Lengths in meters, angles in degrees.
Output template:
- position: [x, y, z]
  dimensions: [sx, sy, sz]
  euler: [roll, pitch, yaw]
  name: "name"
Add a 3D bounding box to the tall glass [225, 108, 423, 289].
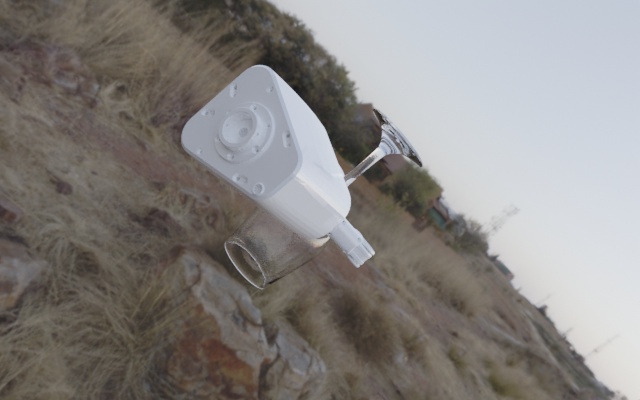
- position: [0.001, 0.001, 0.475]
  dimensions: [0.201, 0.079, 0.079]
  euler: [-40, -4, 5]
  name: "tall glass"
